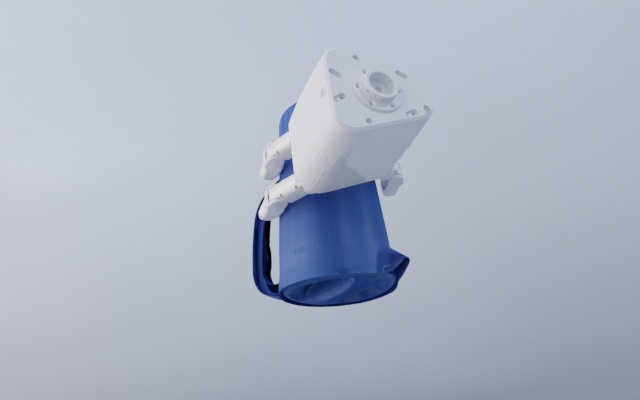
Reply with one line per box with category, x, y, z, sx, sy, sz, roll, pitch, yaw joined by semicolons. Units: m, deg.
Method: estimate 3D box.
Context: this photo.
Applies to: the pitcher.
pitcher;0.000;0.002;0.580;0.149;0.242;0.145;3;-28;-18
